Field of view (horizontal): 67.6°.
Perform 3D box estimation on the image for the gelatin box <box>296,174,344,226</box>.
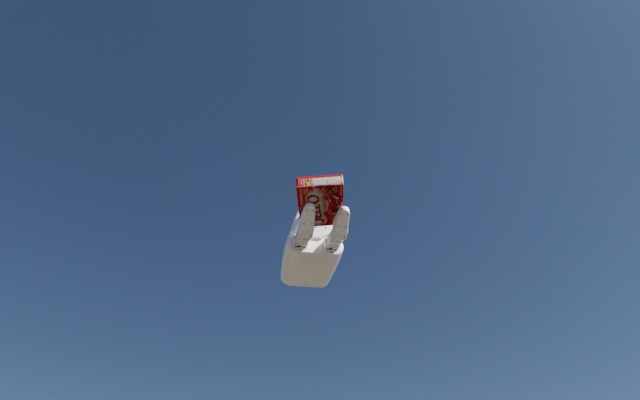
[{"bbox_3d":[0.000,0.002,0.760,0.073,0.089,0.030,-3,42,-1],"label":"gelatin box"}]
